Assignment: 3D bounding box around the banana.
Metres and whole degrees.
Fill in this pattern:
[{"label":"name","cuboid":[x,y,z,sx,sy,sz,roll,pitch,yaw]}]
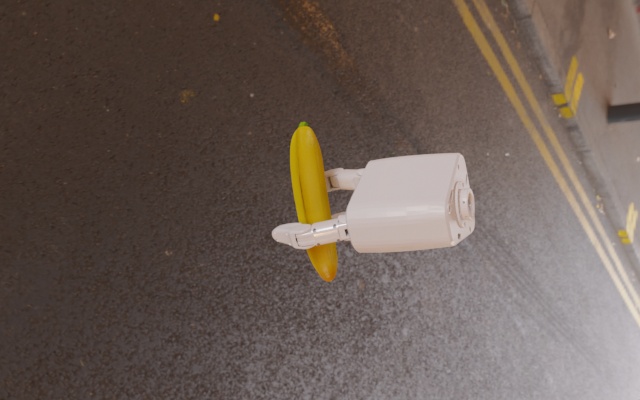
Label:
[{"label":"banana","cuboid":[-0.006,-0.002,0.552,0.037,0.198,0.069,-9,-5,17]}]
